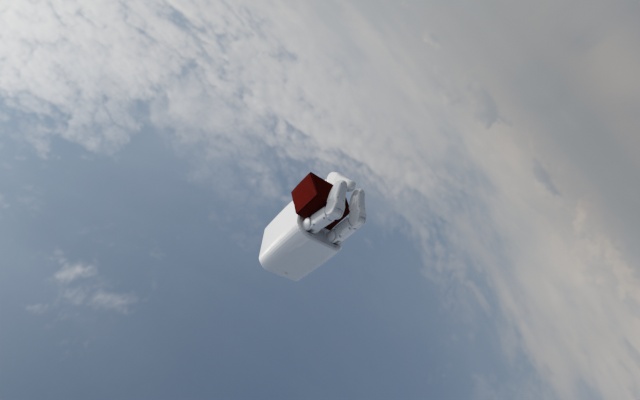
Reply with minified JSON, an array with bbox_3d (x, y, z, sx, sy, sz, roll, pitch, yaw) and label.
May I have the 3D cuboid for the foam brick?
[{"bbox_3d":[0.000,0.002,0.759,0.078,0.053,0.051,28,-58,-36],"label":"foam brick"}]
